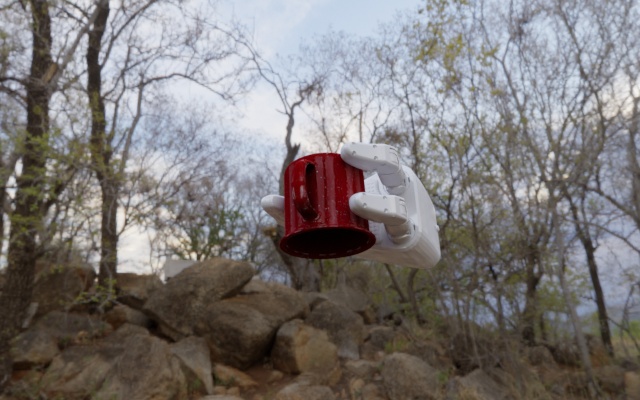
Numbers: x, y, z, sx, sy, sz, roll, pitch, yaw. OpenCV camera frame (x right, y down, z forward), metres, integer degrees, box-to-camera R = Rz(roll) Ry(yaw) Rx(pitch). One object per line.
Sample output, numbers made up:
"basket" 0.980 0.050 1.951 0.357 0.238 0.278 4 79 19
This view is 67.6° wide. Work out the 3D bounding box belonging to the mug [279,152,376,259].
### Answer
"mug" -0.001 0.001 0.462 0.093 0.081 0.117 -13 -26 21
